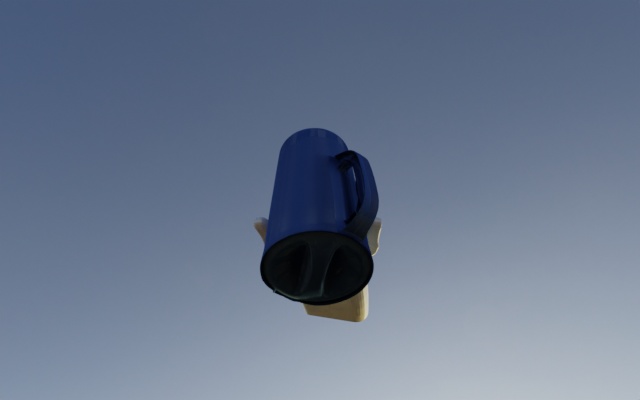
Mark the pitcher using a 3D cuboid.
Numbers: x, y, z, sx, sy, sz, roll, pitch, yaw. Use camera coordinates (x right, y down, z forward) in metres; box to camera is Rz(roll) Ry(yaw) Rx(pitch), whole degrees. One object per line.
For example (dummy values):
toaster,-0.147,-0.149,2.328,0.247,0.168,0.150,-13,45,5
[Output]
pitcher,0.000,0.002,0.638,0.149,0.145,0.242,-8,41,5
